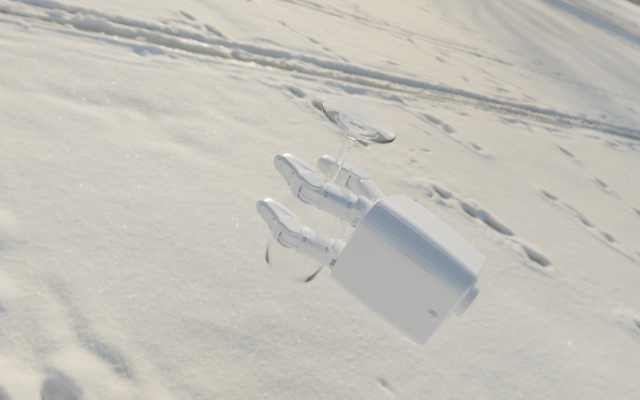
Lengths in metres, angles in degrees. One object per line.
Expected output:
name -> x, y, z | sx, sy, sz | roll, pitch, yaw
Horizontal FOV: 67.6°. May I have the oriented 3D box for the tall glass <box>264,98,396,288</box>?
tall glass -> 0.000, 0.001, 0.491 | 0.079, 0.201, 0.079 | 18, 34, -12
